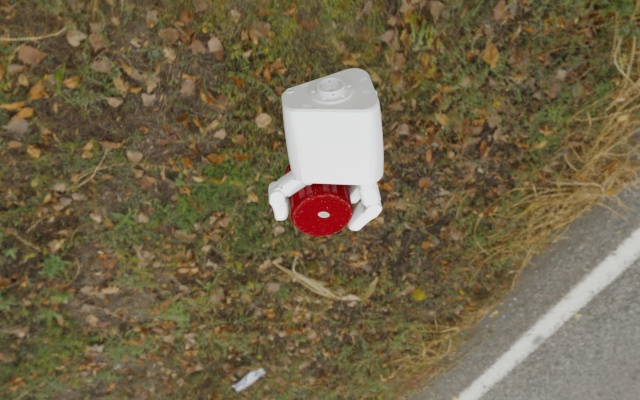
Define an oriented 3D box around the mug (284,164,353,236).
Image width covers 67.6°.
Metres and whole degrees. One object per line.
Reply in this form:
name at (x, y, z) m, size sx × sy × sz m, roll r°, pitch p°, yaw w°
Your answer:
mug at (0.000, 0.003, 0.658) m, size 0.093 × 0.117 × 0.081 m, roll -9°, pitch 44°, yaw 1°
